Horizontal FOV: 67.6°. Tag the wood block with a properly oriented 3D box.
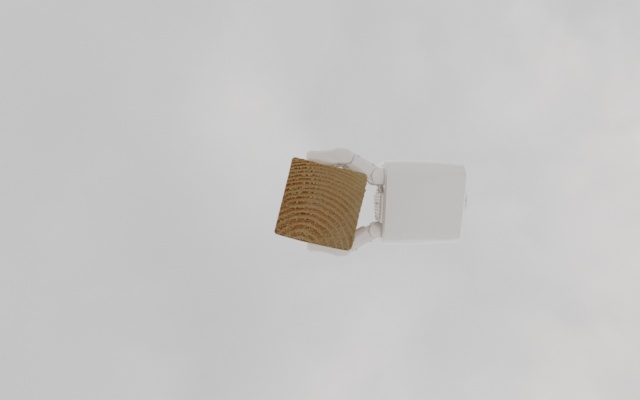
[{"bbox_3d":[0.000,0.002,0.630,0.090,0.091,0.206,13,1,0],"label":"wood block"}]
